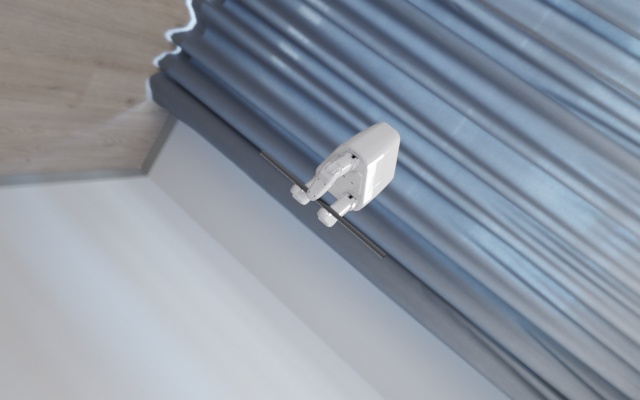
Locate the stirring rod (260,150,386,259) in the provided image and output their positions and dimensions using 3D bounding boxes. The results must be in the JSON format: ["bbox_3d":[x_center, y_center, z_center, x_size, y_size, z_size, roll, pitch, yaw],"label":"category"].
[{"bbox_3d":[0.000,0.002,0.690,0.239,0.011,0.011,40,12,15],"label":"stirring rod"}]
